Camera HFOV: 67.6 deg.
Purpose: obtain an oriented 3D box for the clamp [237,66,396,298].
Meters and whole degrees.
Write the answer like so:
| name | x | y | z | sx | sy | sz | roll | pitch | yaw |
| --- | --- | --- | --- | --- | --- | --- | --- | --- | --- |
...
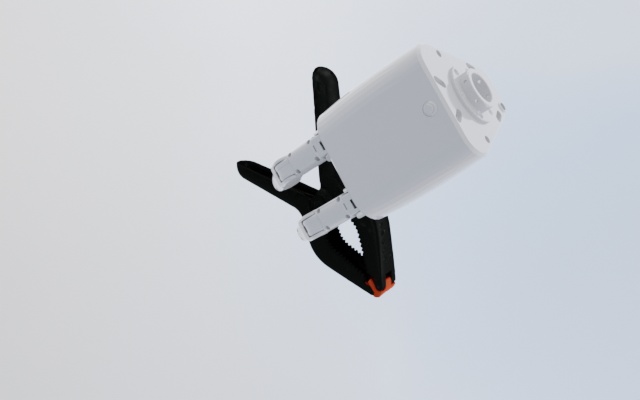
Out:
| name | x | y | z | sx | sy | sz | roll | pitch | yaw |
| --- | --- | --- | --- | --- | --- | --- | --- | --- | --- |
| clamp | 0.001 | 0.002 | 0.471 | 0.036 | 0.210 | 0.164 | -21 | -8 | -47 |
